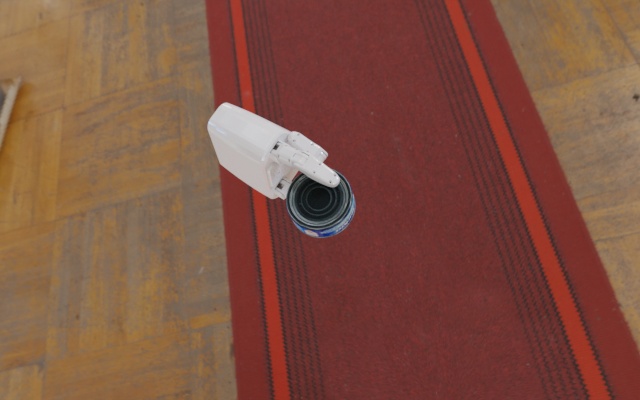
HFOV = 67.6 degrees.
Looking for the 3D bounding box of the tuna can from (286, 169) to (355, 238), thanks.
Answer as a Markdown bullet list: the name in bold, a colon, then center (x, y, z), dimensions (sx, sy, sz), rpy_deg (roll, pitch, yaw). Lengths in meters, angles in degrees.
- **tuna can**: center (0.000, 0.002, 0.601), dimensions (0.086, 0.086, 0.034), rpy_deg (0, -20, 9)
